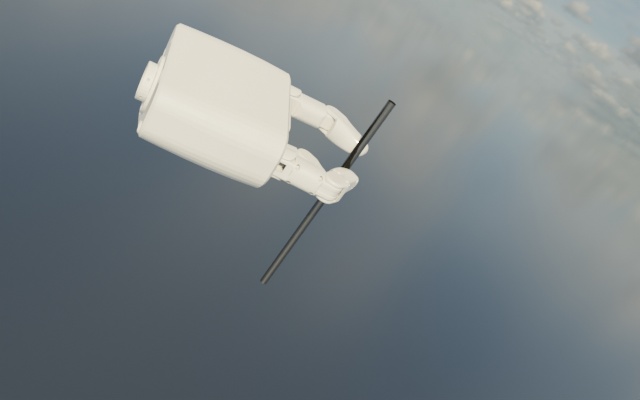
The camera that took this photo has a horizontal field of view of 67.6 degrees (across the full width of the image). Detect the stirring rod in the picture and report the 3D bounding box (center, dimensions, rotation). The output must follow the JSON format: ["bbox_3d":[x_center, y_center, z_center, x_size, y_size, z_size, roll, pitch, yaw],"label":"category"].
[{"bbox_3d":[0.000,0.002,0.472,0.011,0.240,0.011,28,27,-16],"label":"stirring rod"}]
